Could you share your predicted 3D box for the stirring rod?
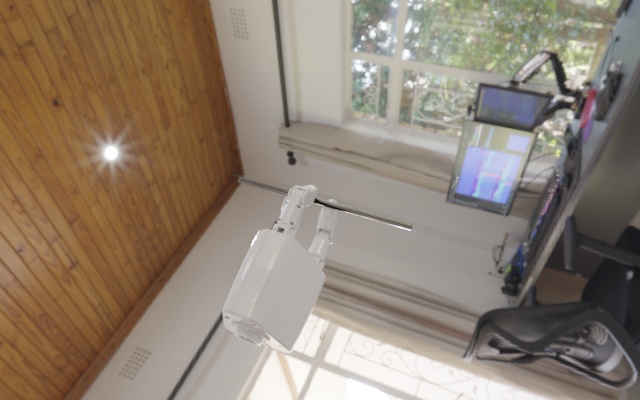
[{"bbox_3d":[0.000,0.002,0.617,0.239,0.011,0.011,15,5,17],"label":"stirring rod"}]
